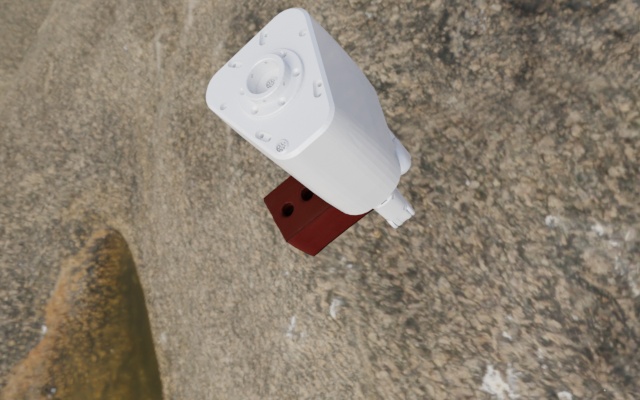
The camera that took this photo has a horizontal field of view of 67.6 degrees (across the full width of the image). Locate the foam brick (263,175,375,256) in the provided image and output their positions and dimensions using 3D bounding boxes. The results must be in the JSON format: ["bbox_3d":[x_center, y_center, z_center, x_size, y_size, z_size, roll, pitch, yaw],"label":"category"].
[{"bbox_3d":[0.000,0.002,0.417,0.078,0.053,0.051,-40,-32,12],"label":"foam brick"}]
